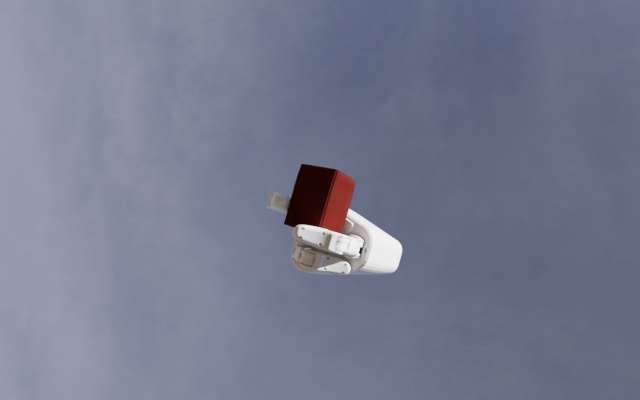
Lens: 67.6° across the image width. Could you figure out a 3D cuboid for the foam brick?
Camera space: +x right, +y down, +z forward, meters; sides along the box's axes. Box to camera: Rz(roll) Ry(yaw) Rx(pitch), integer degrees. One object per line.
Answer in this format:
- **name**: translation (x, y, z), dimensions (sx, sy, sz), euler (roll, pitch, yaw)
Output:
- **foam brick**: translation (0.000, 0.002, 0.568), dimensions (0.053, 0.078, 0.051), euler (15, -3, 34)
